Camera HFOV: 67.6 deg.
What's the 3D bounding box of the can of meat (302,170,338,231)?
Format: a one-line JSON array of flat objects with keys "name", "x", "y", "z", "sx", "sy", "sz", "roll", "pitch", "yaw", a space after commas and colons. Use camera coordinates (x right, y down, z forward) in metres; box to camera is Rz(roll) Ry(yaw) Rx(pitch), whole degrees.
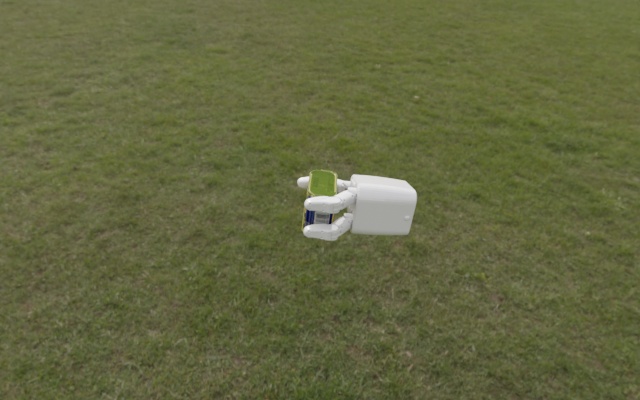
[{"name": "can of meat", "x": 0.000, "y": 0.002, "z": 0.863, "sx": 0.057, "sy": 0.084, "sz": 0.102, "roll": 7, "pitch": 32, "yaw": -2}]
